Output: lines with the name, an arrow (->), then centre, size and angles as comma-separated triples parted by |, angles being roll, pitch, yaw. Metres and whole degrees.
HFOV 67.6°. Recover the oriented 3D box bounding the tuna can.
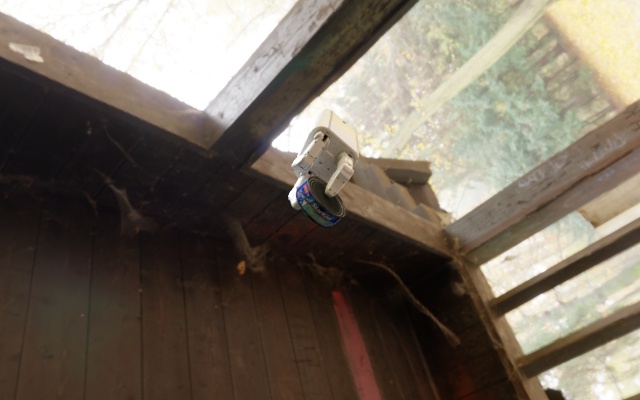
tuna can -> 0.000, 0.003, 0.775 | 0.034, 0.086, 0.086 | -42, -19, 22
